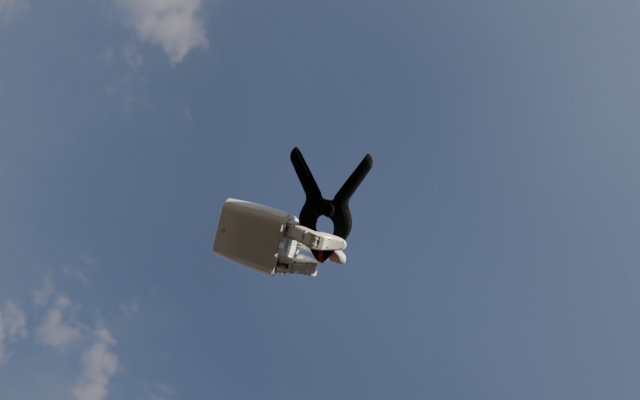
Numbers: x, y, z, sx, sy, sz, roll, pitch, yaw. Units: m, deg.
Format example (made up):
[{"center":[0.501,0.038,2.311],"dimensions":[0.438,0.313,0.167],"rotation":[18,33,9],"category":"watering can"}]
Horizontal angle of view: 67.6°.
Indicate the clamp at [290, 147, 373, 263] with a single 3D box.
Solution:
[{"center":[0.000,0.002,0.702],"dimensions":[0.120,0.171,0.039],"rotation":[16,7,16],"category":"clamp"}]
